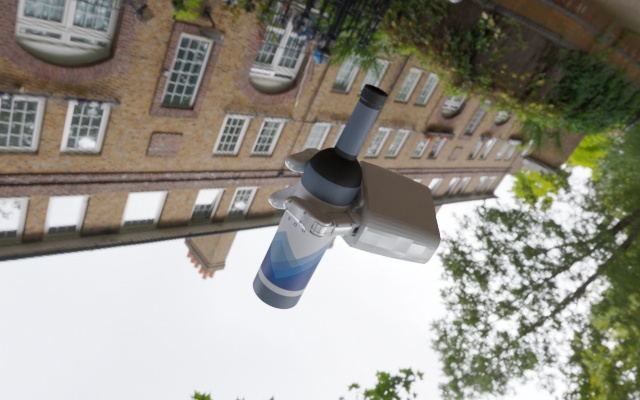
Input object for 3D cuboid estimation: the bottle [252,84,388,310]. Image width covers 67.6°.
[{"bbox_3d":[0.000,0.002,0.566,0.069,0.296,0.069,21,27,-11],"label":"bottle"}]
